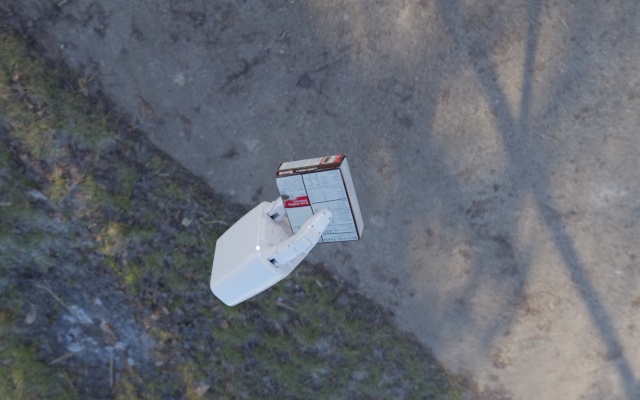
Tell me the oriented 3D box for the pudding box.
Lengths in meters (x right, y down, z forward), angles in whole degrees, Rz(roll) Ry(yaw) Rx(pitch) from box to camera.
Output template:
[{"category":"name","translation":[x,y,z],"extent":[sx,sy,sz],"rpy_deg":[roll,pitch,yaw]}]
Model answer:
[{"category":"pudding box","translation":[0.000,0.002,0.615],"extent":[0.090,0.114,0.039],"rpy_deg":[-7,31,17]}]
